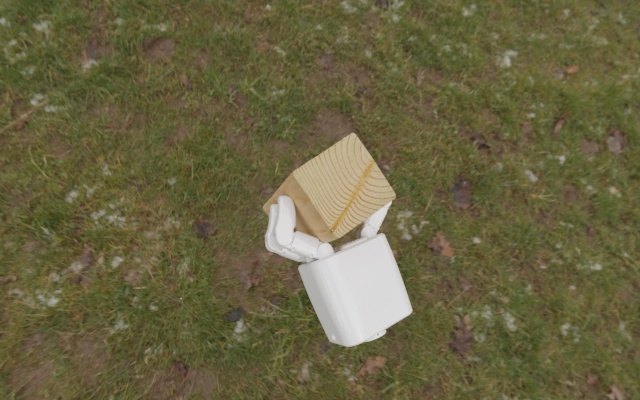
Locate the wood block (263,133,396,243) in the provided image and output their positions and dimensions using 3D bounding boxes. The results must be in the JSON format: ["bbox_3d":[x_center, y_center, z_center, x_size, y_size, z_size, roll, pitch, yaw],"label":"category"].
[{"bbox_3d":[0.001,0.002,0.618,0.091,0.090,0.206,-34,0,-20],"label":"wood block"}]
